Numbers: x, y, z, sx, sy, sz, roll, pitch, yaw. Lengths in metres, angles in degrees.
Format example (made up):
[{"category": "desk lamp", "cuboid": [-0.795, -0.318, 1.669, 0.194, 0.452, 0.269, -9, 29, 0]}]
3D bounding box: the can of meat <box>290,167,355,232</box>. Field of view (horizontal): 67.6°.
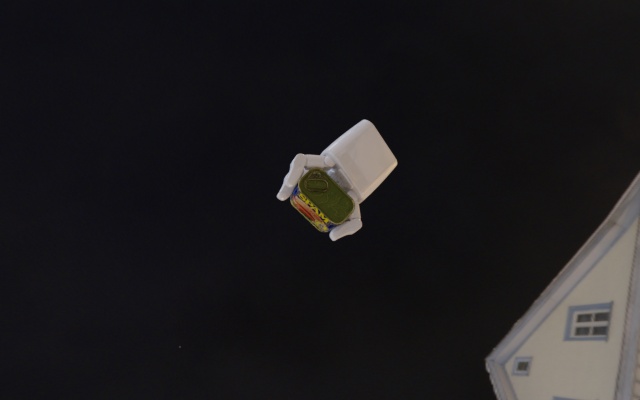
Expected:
[{"category": "can of meat", "cuboid": [0.000, 0.003, 0.828, 0.057, 0.102, 0.084, -46, 0, -23]}]
